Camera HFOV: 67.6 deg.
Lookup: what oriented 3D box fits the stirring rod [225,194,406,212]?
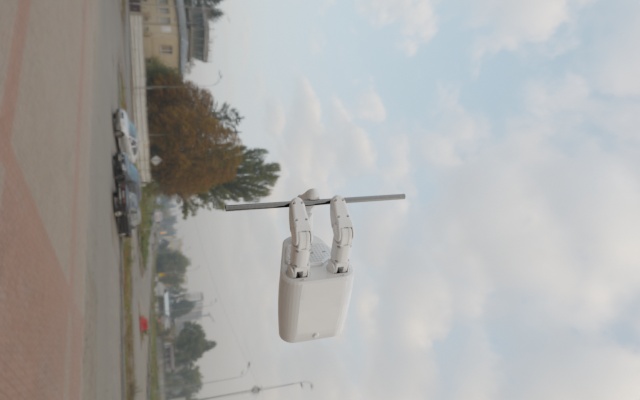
[{"bbox_3d":[0.000,0.002,0.610,0.239,0.011,0.011,-4,1,-19],"label":"stirring rod"}]
